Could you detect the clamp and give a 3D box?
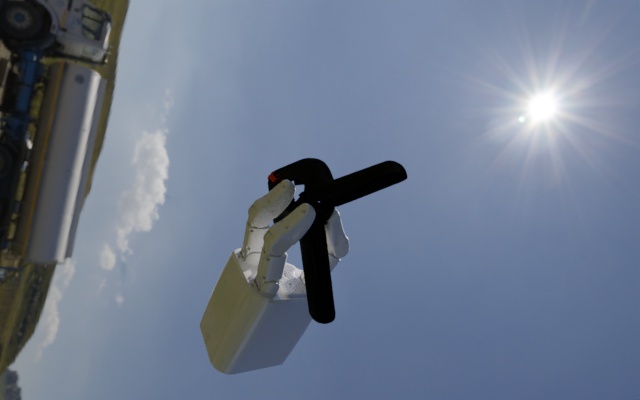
[{"bbox_3d":[0.000,0.002,0.504,0.036,0.164,0.210,21,16,-34],"label":"clamp"}]
